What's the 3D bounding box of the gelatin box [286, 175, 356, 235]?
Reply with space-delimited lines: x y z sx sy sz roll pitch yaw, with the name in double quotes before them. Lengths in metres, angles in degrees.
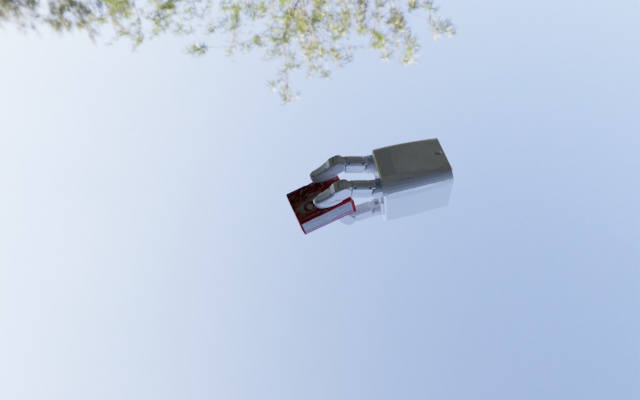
"gelatin box" 0.000 0.003 0.736 0.089 0.030 0.073 -25 46 -3
